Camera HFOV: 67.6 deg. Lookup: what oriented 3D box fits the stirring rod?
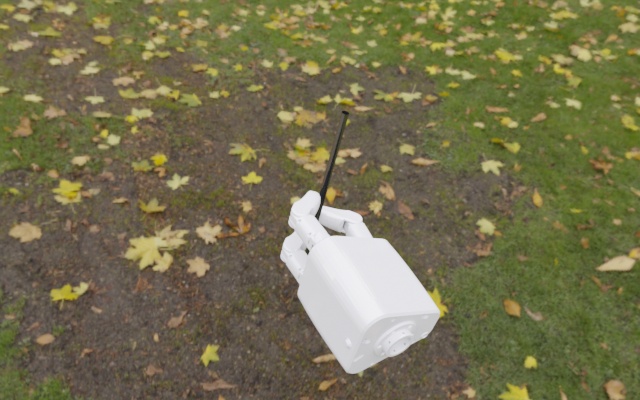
[{"bbox_3d":[0.000,0.002,0.568,0.011,0.240,0.011,10,37,-8],"label":"stirring rod"}]
